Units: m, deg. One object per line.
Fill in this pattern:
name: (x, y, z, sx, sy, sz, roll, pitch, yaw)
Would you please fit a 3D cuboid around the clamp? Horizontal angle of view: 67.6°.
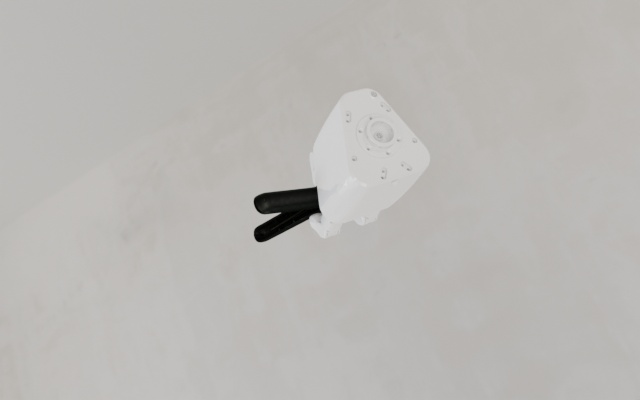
clamp: (0.000, 0.001, 0.652, 0.210, 0.036, 0.165, -18, -14, -20)
